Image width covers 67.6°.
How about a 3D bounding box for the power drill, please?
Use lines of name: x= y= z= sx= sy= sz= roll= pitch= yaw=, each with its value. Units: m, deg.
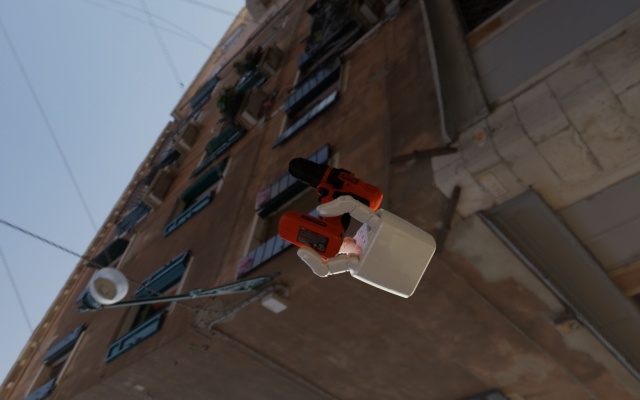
power drill: x=0.000 y=0.003 z=0.824 sx=0.184 sy=0.057 sz=0.187 roll=22 pitch=41 yaw=11
